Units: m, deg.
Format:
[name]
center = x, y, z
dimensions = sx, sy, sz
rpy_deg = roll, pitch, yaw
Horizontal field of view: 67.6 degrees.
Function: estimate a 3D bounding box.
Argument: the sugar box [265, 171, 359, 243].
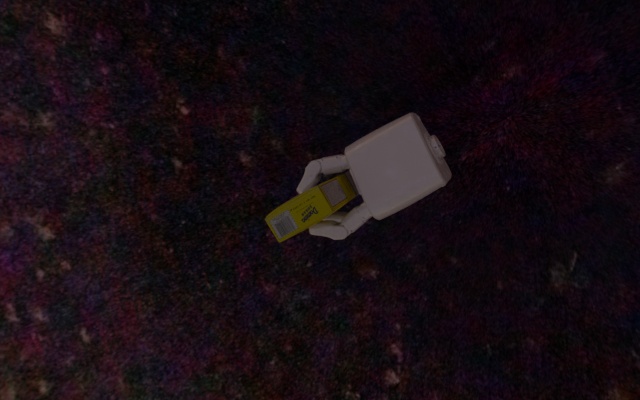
[sugar box]
center = 0.000, 0.003, 0.691
dimensions = 0.093, 0.048, 0.176
rpy_deg = -30, -2, 24
